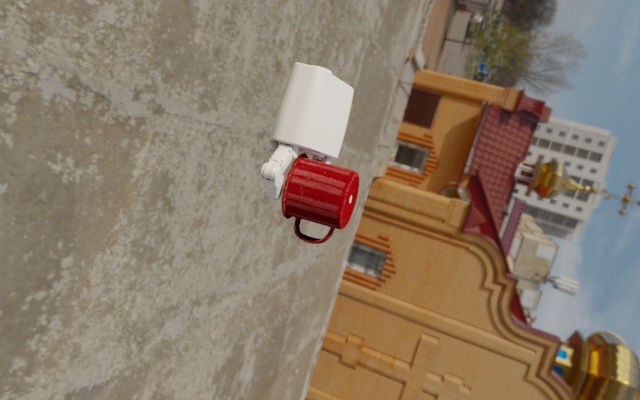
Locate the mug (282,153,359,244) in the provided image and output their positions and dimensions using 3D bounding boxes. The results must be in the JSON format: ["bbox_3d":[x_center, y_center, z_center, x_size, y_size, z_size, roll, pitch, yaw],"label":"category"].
[{"bbox_3d":[0.000,0.004,0.647,0.081,0.117,0.093,16,4,15],"label":"mug"}]
